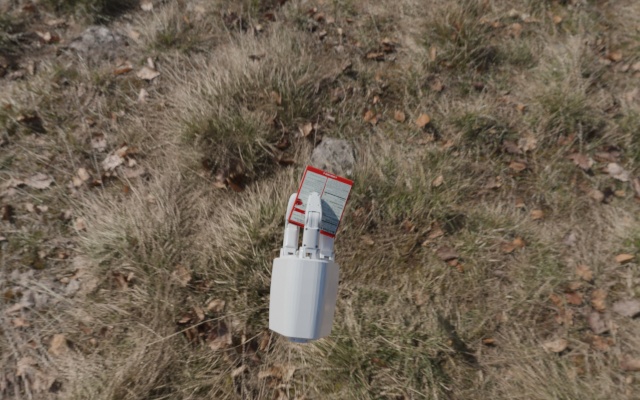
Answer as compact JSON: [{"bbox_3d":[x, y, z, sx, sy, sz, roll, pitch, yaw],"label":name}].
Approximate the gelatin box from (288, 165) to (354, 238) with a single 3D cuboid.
[{"bbox_3d":[0.000,0.002,0.702,0.073,0.089,0.030,19,-6,-1],"label":"gelatin box"}]
